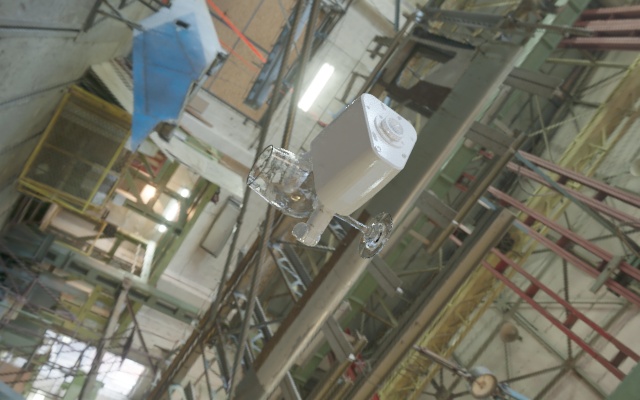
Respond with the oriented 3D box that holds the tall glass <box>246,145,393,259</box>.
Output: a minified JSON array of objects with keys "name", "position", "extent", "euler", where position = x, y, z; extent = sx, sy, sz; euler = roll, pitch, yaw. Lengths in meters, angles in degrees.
[{"name":"tall glass","position":[0.001,0.003,0.653],"extent":[0.201,0.079,0.079],"euler":[31,-12,-21]}]
